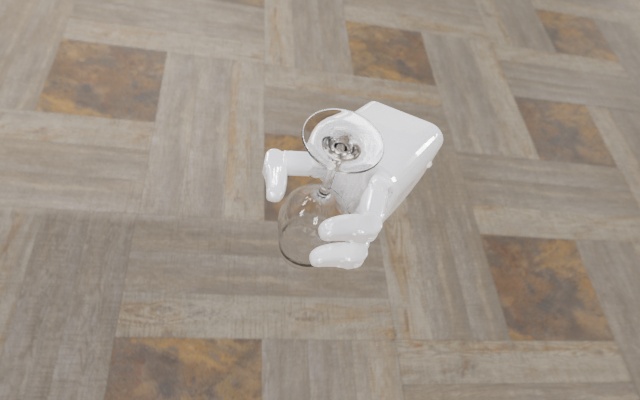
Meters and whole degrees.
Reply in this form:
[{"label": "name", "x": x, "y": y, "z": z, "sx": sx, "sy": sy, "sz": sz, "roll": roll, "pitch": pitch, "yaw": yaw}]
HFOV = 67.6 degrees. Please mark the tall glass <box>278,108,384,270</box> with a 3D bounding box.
[{"label": "tall glass", "x": 0.000, "y": 0.001, "z": 0.495, "sx": 0.079, "sy": 0.079, "sz": 0.201, "roll": 0, "pitch": -34, "yaw": -15}]
